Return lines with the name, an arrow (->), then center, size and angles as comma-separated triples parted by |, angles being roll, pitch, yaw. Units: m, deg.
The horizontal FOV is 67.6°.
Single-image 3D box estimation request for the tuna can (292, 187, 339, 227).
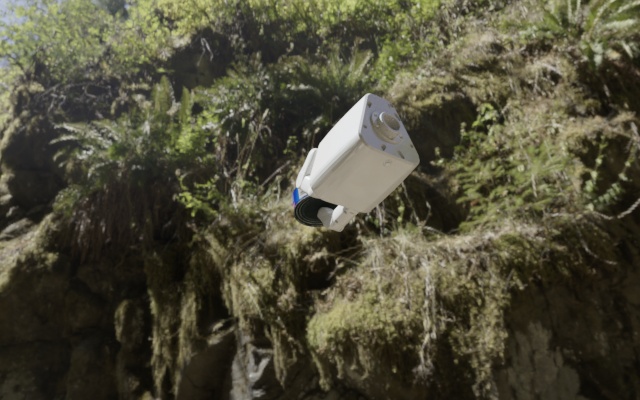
tuna can -> 0.000, 0.002, 0.721 | 0.086, 0.033, 0.086 | -7, -37, -5
